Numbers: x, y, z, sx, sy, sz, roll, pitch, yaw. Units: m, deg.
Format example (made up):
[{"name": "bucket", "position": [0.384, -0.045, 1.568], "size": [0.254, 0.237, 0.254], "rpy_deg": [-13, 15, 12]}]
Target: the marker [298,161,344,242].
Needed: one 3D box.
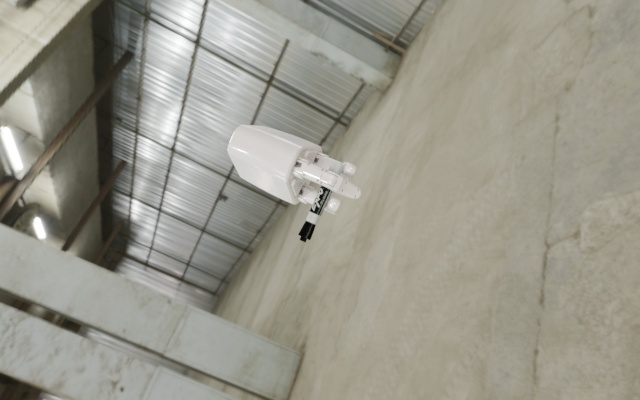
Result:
[{"name": "marker", "position": [0.000, 0.002, 0.671], "size": [0.020, 0.121, 0.020], "rpy_deg": [25, -4, 2]}]
